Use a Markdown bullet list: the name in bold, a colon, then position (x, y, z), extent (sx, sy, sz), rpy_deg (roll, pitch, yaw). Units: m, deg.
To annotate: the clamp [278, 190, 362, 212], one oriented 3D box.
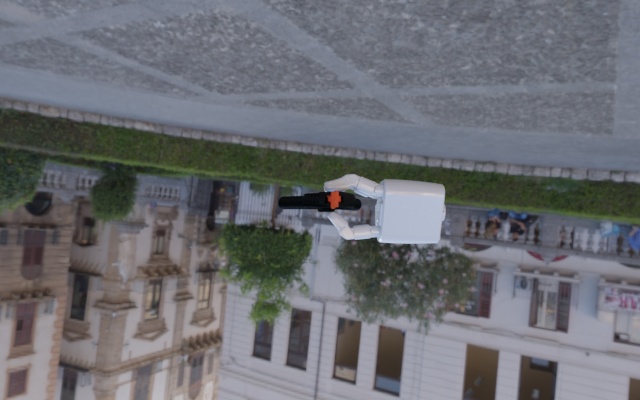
- **clamp**: position (0.000, 0.004, 0.860), extent (0.164, 0.036, 0.210), rpy_deg (0, -2, 0)
